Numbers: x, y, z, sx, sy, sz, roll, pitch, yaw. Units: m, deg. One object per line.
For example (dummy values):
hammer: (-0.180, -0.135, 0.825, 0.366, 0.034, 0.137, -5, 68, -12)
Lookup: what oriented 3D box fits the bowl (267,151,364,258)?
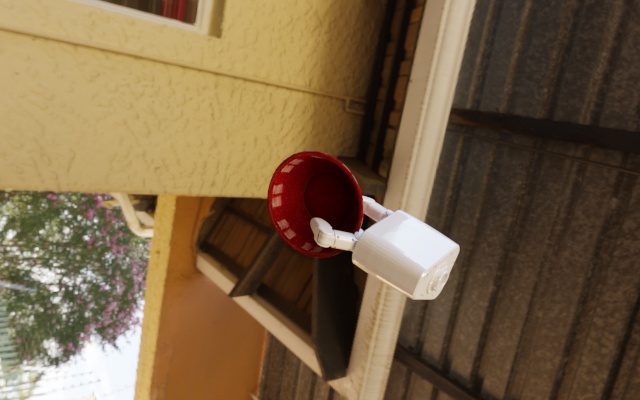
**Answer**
bowl: (-0.001, 0.001, 0.731, 0.162, 0.162, 0.055, 0, 11, 27)
